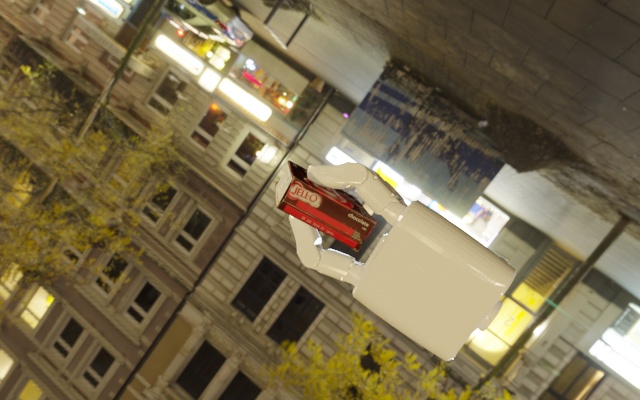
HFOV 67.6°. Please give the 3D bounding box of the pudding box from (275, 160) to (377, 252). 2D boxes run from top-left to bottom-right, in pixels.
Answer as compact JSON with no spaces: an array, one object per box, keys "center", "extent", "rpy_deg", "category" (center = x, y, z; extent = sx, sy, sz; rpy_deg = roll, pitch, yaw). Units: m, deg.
[{"center":[0.000,0.002,0.486],"extent":[0.090,0.039,0.113],"rpy_deg":[30,6,-12],"category":"pudding box"}]
